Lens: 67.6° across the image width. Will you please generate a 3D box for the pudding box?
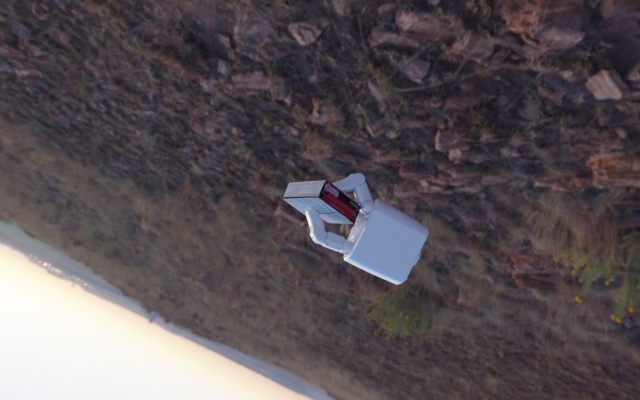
[{"bbox_3d":[0.000,0.003,0.817,0.090,0.039,0.113,38,-24,-31],"label":"pudding box"}]
